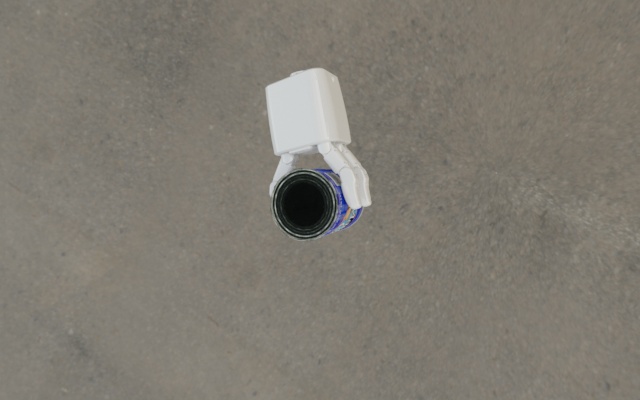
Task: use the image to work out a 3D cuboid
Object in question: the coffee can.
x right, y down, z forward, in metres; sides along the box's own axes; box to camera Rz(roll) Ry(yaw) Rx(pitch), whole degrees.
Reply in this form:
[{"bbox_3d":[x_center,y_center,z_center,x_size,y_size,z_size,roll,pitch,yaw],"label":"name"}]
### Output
[{"bbox_3d":[0.000,0.003,0.727,0.103,0.103,0.140,0,3,20],"label":"coffee can"}]
